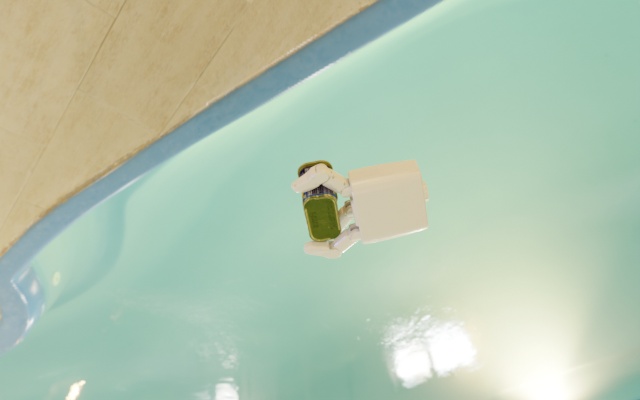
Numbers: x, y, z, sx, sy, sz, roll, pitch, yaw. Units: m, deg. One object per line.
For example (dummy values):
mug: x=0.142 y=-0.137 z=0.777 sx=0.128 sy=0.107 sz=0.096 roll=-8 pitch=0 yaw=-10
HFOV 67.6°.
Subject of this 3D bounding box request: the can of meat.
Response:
can of meat: x=0.000 y=0.003 z=0.756 sx=0.057 sy=0.102 sz=0.083 roll=-10 pitch=43 yaw=2
